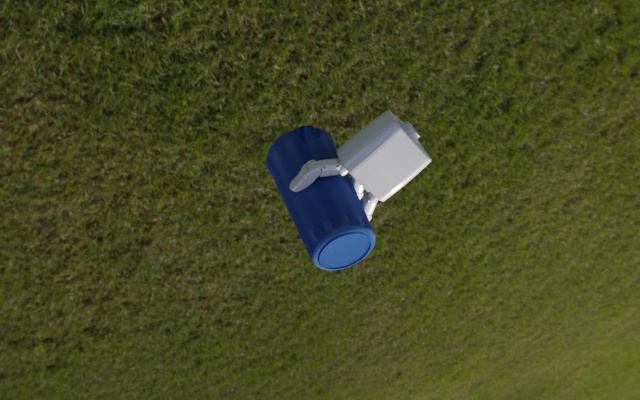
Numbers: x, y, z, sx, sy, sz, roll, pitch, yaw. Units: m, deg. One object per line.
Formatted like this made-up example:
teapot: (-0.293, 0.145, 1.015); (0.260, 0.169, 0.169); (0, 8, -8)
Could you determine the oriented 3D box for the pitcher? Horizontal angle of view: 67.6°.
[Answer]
pitcher: (0.000, 0.003, 0.823); (0.145, 0.242, 0.149); (-40, -42, 18)
